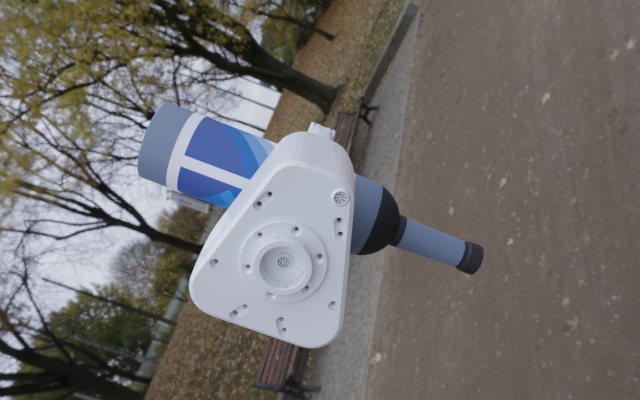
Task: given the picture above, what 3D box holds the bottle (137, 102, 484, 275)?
[{"bbox_3d":[0.000,0.001,0.409,0.296,0.069,0.069,21,-2,-5],"label":"bottle"}]
